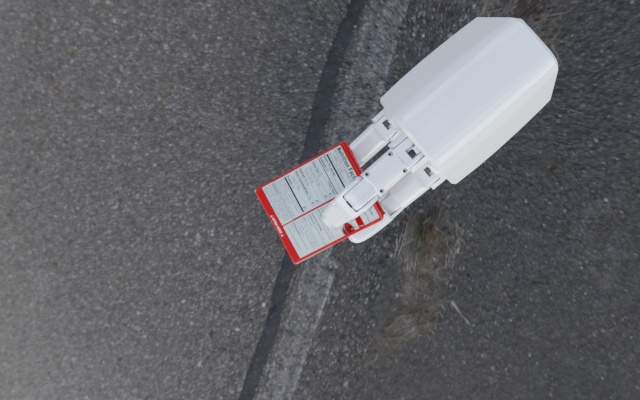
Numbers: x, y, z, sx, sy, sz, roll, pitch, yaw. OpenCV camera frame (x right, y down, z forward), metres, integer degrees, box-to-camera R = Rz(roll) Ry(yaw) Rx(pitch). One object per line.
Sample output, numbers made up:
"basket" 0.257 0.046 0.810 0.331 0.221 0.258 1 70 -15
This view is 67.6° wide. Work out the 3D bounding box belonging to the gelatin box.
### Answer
"gelatin box" 0.000 0.002 0.409 0.089 0.073 0.030 -28 3 10
